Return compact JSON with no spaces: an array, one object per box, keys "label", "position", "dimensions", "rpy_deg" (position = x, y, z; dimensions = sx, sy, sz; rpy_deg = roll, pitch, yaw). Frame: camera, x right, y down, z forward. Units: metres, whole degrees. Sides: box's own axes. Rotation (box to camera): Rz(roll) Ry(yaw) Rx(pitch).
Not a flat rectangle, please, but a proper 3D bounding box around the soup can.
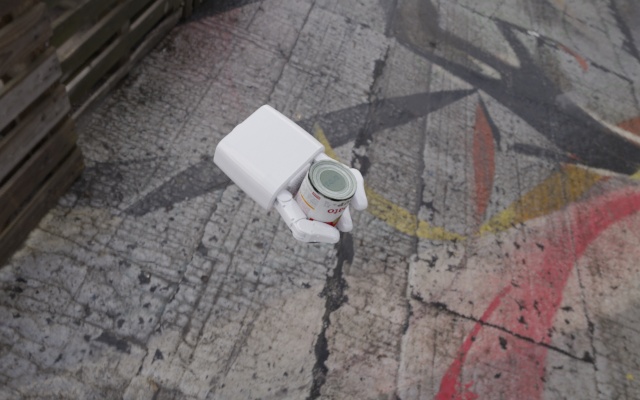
[{"label":"soup can","position":[0.001,0.002,0.638],"dimensions":[0.068,0.068,0.102],"rpy_deg":[0,-36,-24]}]
